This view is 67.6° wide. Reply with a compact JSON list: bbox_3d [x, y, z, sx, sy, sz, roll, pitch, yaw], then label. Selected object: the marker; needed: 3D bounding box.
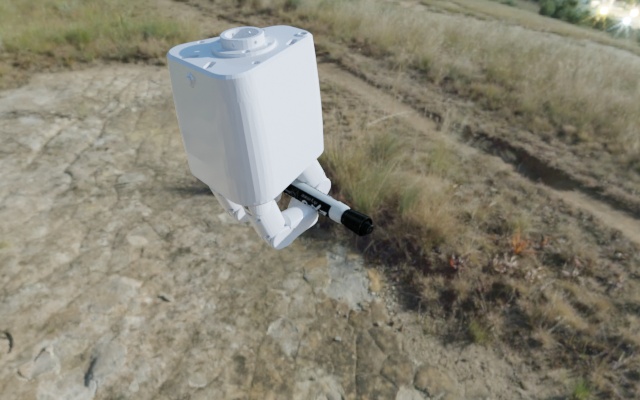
[{"bbox_3d":[0.000,0.001,0.441,0.121,0.020,0.020,29,18,37],"label":"marker"}]
